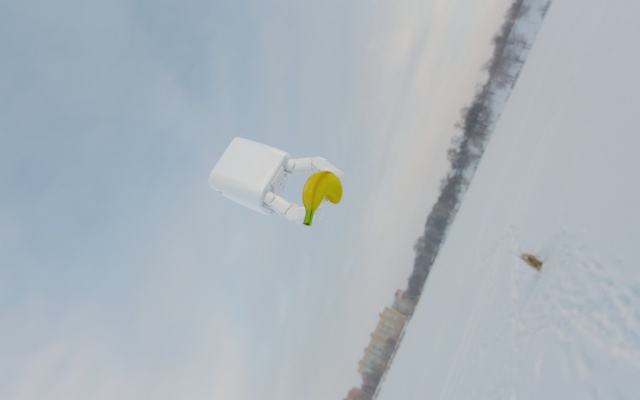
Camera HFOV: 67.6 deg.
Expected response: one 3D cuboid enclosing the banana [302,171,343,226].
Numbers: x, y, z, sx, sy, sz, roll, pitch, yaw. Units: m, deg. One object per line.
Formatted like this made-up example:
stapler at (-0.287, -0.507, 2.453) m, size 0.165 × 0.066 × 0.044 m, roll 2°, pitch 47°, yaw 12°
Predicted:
banana at (0.004, -0.015, 0.755) m, size 0.037 × 0.070 × 0.198 m, roll 18°, pitch 14°, yaw 13°
